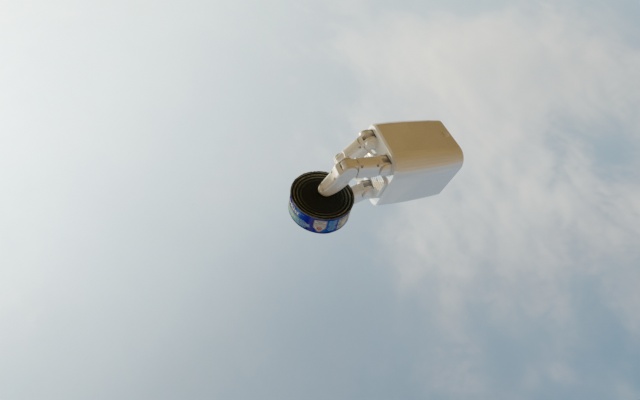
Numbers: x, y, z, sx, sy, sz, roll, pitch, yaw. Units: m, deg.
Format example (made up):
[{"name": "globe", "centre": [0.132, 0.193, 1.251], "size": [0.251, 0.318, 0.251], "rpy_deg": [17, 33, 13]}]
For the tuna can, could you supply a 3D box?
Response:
[{"name": "tuna can", "centre": [0.000, 0.002, 0.638], "size": [0.086, 0.086, 0.034], "rpy_deg": [0, -42, -13]}]
